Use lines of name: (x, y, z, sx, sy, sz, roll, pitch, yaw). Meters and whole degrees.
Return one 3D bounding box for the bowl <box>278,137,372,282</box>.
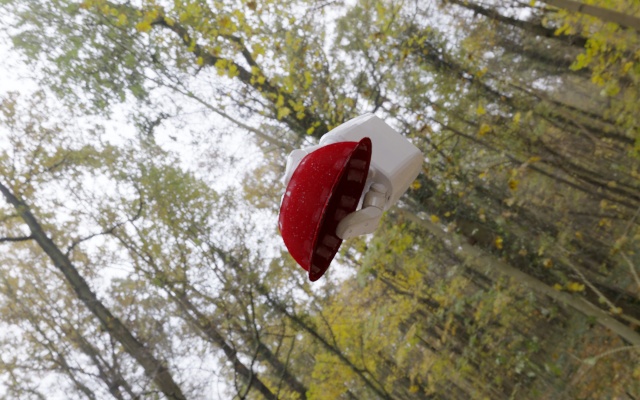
bowl: (-0.001, 0.002, 0.504, 0.055, 0.162, 0.162, 21, 5, 13)
